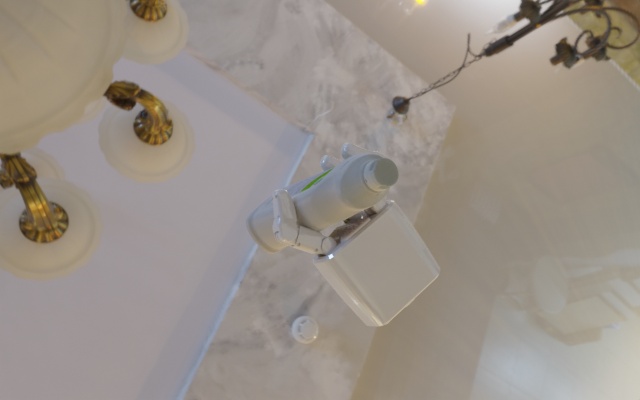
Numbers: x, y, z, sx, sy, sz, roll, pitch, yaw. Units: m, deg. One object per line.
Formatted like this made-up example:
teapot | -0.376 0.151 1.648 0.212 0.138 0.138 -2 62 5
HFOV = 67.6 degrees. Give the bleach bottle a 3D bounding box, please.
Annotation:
bleach bottle | 0.000 0.002 0.559 0.102 0.068 0.251 -42 10 -28
